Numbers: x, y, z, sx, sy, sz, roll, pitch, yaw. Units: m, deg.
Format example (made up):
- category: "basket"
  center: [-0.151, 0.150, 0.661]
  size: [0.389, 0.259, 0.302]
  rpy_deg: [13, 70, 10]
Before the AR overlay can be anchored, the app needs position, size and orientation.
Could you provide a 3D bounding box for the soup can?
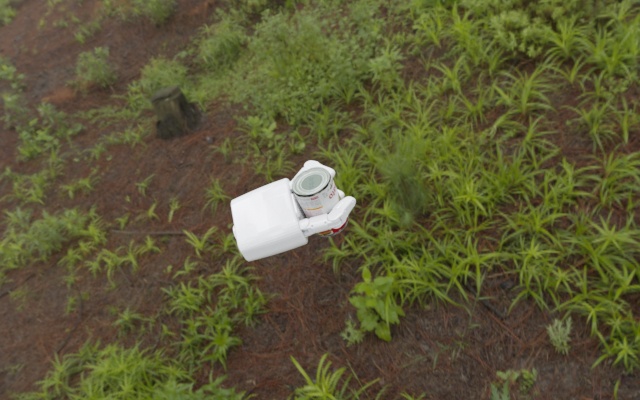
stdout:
- category: "soup can"
  center: [0.001, 0.002, 0.794]
  size: [0.068, 0.068, 0.102]
  rpy_deg: [0, -43, 26]
